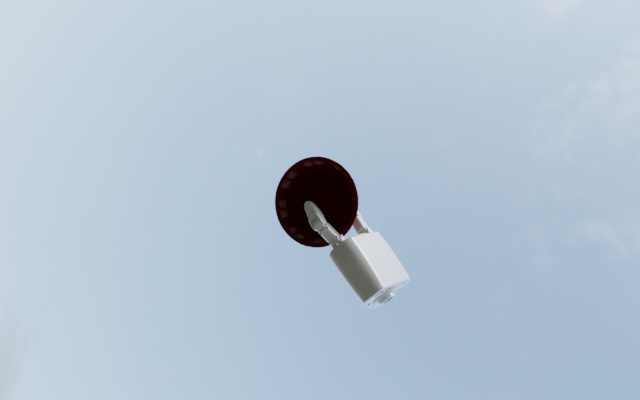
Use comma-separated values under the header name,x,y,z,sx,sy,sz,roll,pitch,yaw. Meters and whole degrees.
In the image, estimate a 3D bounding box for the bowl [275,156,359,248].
name,x,y,z,sx,sy,sz,roll,pitch,yaw
bowl,0.000,0.002,0.868,0.162,0.162,0.055,0,0,23
